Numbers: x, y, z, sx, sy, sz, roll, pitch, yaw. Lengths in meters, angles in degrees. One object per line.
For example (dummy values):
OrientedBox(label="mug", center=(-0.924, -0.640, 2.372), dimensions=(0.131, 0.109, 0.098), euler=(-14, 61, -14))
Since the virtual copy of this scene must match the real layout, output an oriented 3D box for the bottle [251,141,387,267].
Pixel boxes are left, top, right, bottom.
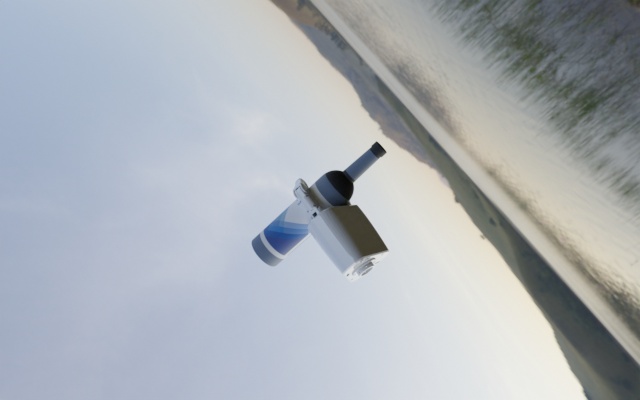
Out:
OrientedBox(label="bottle", center=(0.000, 0.003, 0.860), dimensions=(0.296, 0.069, 0.069), euler=(-42, -13, 15))
